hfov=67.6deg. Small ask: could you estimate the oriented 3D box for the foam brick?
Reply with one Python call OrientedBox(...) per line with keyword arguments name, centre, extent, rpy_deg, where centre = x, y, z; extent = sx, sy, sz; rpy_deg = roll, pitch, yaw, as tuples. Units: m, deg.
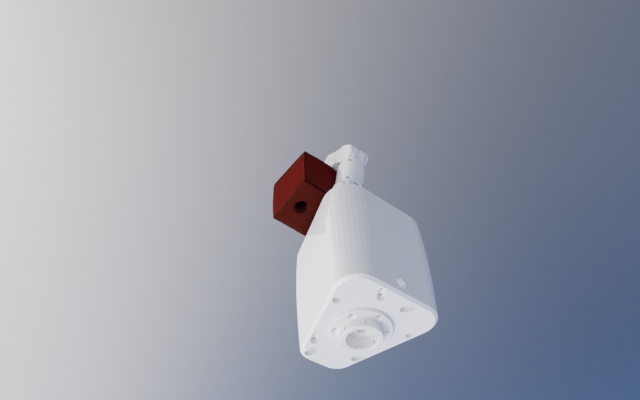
OrientedBox(name="foam brick", centre=(0.000, 0.001, 0.456), extent=(0.078, 0.053, 0.051), rpy_deg=(30, 31, -22))
